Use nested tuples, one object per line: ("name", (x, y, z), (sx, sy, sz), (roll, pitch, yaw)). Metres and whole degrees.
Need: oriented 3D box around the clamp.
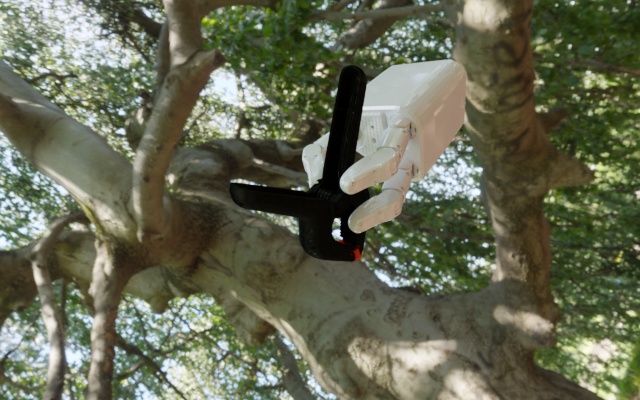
("clamp", (0.000, 0.001, 0.456), (0.036, 0.210, 0.164), (27, 57, 34))
